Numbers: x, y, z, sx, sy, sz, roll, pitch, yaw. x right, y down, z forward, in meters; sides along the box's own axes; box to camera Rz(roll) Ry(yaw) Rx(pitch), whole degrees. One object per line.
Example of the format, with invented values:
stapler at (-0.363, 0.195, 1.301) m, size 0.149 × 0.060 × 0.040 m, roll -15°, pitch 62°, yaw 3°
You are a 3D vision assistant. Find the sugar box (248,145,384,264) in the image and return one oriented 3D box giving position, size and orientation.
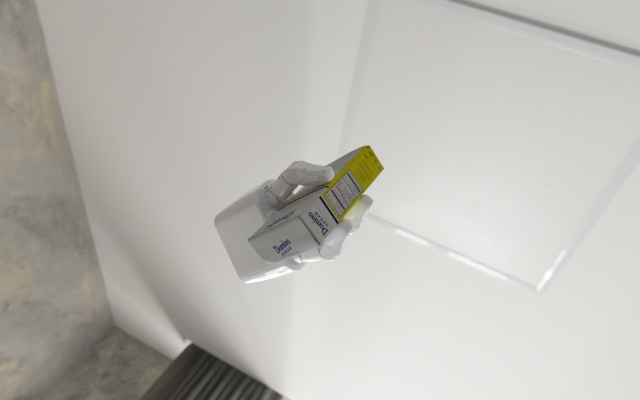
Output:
sugar box at (0.000, 0.002, 0.569) m, size 0.093 × 0.048 × 0.176 m, roll -25°, pitch 17°, yaw 42°
